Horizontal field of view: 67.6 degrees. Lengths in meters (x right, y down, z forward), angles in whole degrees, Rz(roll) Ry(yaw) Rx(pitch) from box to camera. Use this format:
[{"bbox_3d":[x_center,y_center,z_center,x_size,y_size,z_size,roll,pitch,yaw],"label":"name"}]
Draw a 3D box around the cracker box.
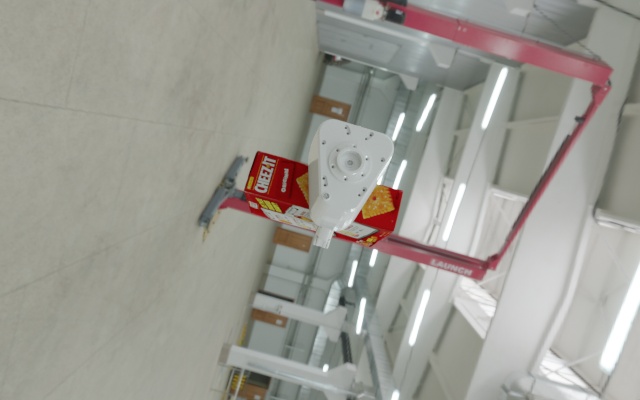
[{"bbox_3d":[0.000,0.003,0.732,0.214,0.072,0.164,16,-13,-1],"label":"cracker box"}]
